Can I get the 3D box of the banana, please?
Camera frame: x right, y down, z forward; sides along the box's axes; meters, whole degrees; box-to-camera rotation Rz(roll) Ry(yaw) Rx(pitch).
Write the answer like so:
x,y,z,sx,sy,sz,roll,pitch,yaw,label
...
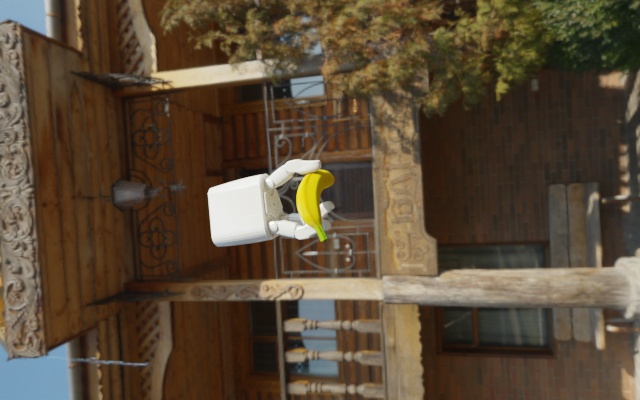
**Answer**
x,y,z,sx,sy,sz,roll,pitch,yaw,label
-0.008,-0.010,0.791,0.037,0.070,0.197,-20,27,18,banana
